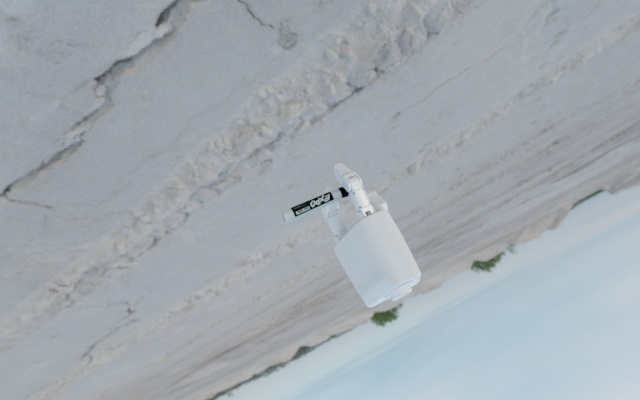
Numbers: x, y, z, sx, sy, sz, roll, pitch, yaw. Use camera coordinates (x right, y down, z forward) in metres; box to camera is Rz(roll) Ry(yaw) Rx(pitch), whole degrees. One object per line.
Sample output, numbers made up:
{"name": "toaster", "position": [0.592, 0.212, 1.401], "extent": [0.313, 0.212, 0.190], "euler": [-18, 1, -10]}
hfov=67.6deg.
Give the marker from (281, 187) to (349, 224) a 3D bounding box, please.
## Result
{"name": "marker", "position": [0.000, 0.002, 0.702], "extent": [0.121, 0.020, 0.020], "euler": [-23, 6, -15]}
